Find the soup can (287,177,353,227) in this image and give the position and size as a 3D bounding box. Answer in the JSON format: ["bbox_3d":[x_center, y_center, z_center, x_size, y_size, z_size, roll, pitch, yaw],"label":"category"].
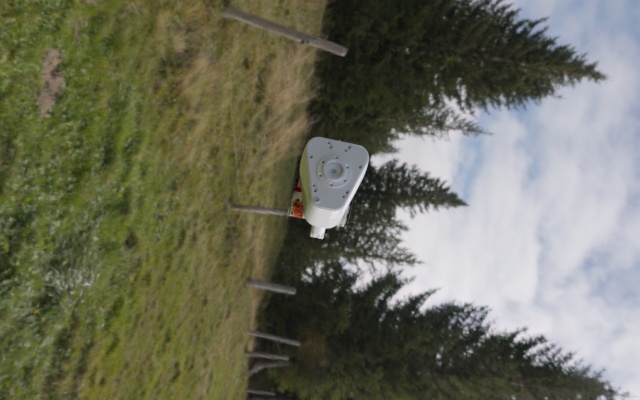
[{"bbox_3d":[0.000,0.003,0.816,0.102,0.068,0.068,12,0,-2],"label":"soup can"}]
